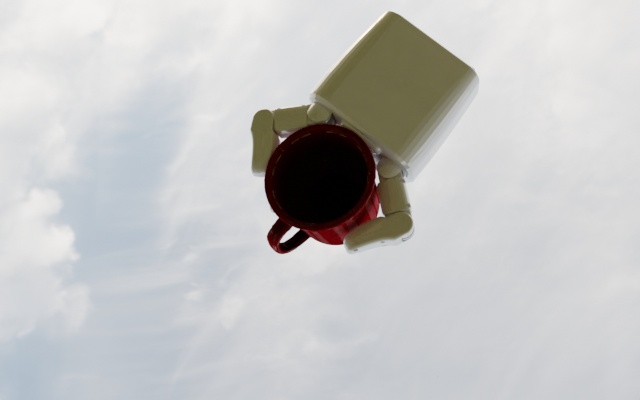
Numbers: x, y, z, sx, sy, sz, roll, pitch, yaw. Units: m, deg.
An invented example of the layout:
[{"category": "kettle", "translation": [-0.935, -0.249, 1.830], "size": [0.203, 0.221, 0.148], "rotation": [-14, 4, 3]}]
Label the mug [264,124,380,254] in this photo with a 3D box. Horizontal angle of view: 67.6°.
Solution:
[{"category": "mug", "translation": [-0.001, 0.003, 0.420], "size": [0.093, 0.117, 0.081], "rotation": [38, -6, 23]}]
